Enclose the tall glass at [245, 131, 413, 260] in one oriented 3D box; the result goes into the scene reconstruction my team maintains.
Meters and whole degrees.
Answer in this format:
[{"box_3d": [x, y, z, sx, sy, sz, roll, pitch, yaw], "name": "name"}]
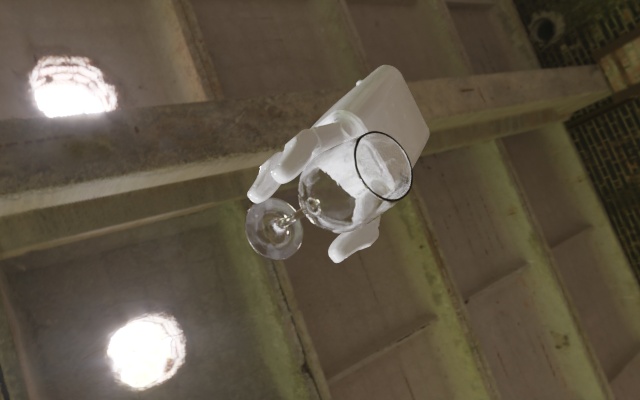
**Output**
[{"box_3d": [0.000, 0.002, 0.468, 0.079, 0.079, 0.201, 0, -17, -33], "name": "tall glass"}]
